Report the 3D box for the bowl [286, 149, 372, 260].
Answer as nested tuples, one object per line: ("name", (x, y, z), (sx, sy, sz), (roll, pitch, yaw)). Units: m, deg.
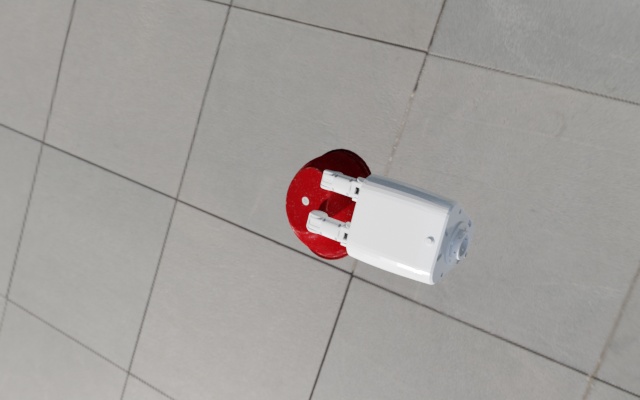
("bowl", (-0.001, 0.002, 0.673), (0.055, 0.162, 0.162), (9, -6, -42))
